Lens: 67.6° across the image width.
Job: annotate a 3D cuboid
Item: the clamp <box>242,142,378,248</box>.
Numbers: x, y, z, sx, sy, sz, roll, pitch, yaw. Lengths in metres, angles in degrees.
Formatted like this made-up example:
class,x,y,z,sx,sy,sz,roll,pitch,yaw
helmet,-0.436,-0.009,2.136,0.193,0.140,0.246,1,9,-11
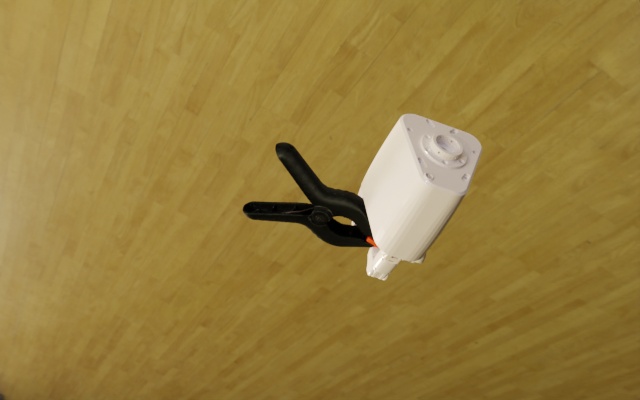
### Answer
class,x,y,z,sx,sy,sz,roll,pitch,yaw
clamp,0.000,0.002,0.561,0.171,0.039,0.120,18,-43,-5
